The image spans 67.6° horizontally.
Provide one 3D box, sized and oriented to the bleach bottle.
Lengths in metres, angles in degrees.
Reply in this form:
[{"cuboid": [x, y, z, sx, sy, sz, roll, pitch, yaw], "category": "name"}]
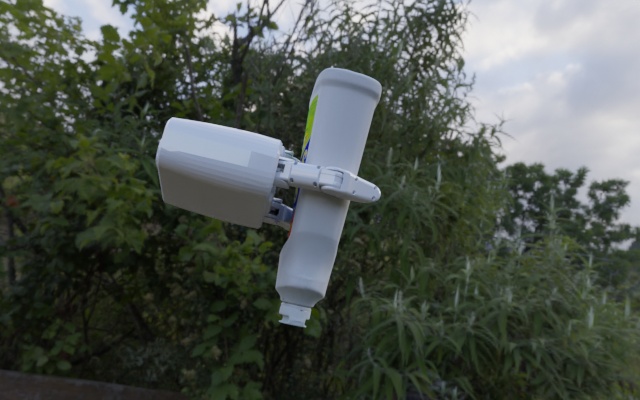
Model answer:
[{"cuboid": [0.000, 0.002, 0.490, 0.068, 0.250, 0.102, 14, -11, -7], "category": "bleach bottle"}]
